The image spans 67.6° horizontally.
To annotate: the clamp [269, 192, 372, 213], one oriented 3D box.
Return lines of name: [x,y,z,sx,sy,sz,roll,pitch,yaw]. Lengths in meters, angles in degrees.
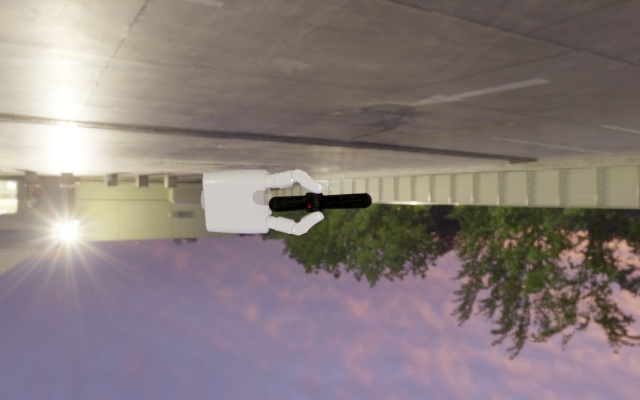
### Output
clamp: [0.000,0.004,0.843,0.164,0.036,0.210,-1,0,0]
